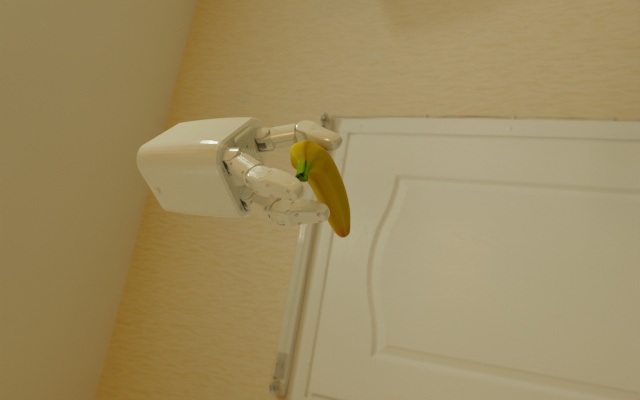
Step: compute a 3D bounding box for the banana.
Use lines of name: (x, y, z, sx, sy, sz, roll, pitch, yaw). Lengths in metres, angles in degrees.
banana: (0.001, -0.017, 0.542, 0.037, 0.069, 0.198, -1, -21, 17)
